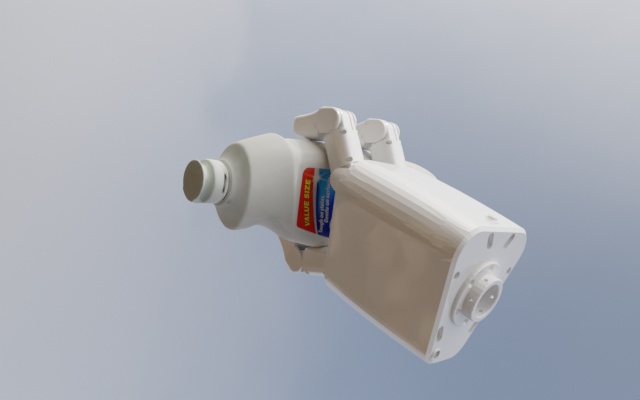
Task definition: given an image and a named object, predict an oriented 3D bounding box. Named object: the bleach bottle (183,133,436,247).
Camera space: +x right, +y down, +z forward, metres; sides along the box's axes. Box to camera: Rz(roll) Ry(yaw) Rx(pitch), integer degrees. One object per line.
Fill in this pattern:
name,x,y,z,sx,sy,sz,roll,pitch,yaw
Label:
bleach bottle,0.000,0.001,0.413,0.251,0.102,0.068,5,22,-44
